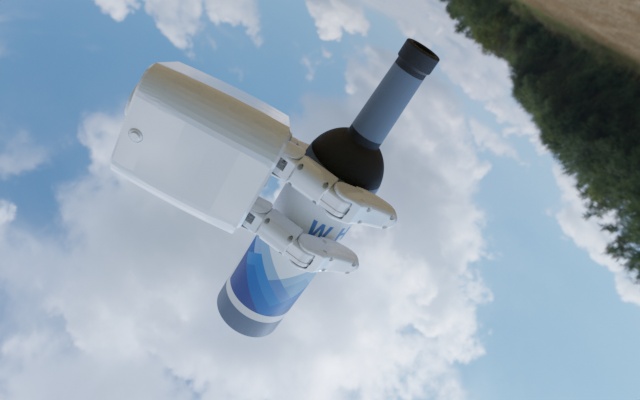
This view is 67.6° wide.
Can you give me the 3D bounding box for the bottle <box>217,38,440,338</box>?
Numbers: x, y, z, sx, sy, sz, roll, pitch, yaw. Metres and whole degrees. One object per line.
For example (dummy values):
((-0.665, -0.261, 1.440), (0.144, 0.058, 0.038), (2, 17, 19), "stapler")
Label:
((0.000, 0.002, 0.403), (0.069, 0.296, 0.069), (25, 30, -16), "bottle")
